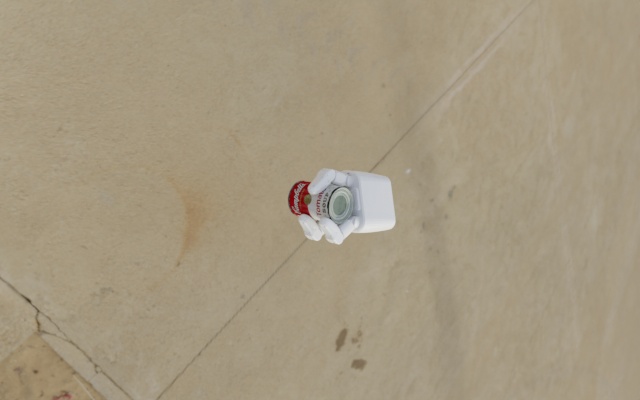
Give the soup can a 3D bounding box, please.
[{"bbox_3d":[0.000,0.003,0.856,0.102,0.068,0.068,10,7,43],"label":"soup can"}]
